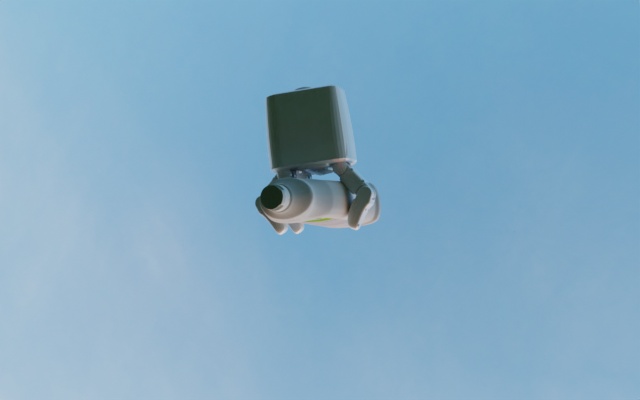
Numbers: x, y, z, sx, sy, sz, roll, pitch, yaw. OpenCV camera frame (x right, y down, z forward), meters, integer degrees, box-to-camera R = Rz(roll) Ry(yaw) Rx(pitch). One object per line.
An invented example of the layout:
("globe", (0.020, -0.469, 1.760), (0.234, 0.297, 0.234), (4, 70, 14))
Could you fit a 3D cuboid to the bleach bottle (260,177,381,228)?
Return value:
("bleach bottle", (0.000, 0.002, 0.644), (0.102, 0.068, 0.251), (-10, -7, 21))
